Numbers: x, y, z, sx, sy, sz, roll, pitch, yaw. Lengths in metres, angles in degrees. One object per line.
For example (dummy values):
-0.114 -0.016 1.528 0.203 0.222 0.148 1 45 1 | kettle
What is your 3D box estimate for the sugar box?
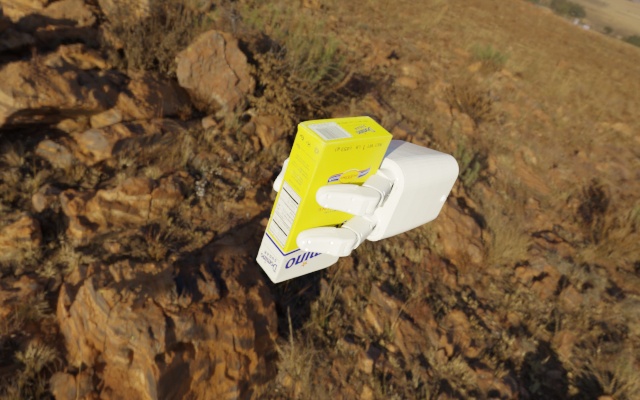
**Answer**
0.001 0.002 0.493 0.093 0.176 0.048 -12 43 -39 | sugar box
